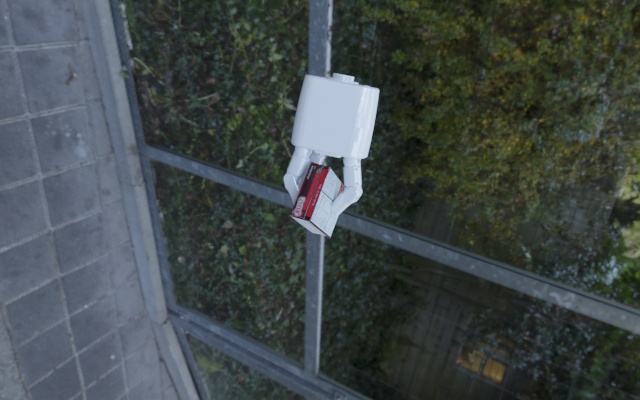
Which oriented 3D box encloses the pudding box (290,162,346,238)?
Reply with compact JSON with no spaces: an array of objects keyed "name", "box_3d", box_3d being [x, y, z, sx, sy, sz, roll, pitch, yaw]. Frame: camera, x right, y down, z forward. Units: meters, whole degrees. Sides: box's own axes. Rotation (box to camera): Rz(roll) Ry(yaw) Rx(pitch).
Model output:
[{"name":"pudding box","box_3d":[0.000,0.002,0.752,0.039,0.090,0.113,17,-12,24]}]
